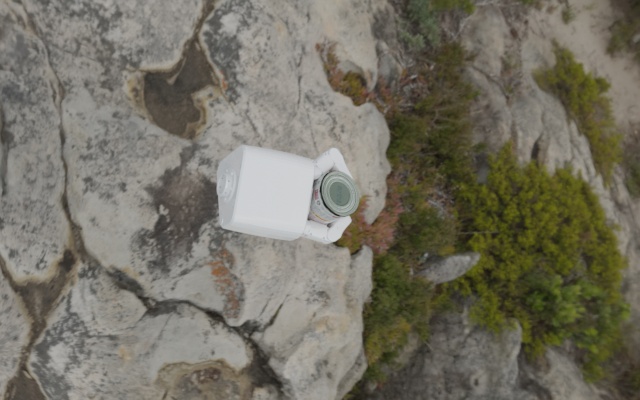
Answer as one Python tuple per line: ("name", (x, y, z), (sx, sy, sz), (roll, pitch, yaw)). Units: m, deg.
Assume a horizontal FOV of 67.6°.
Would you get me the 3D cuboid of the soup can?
("soup can", (0.001, 0.002, 0.697), (0.068, 0.068, 0.102), (0, -15, -35))
